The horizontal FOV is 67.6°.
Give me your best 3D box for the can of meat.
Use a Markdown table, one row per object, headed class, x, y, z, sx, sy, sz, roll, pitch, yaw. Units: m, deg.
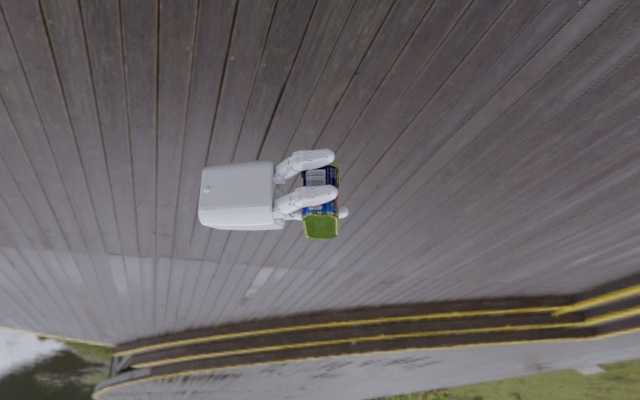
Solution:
| class | x | y | z | sx | sy | sz | roll | pitch | yaw |
| --- | --- | --- | --- | --- | --- | --- | --- | --- | --- |
| can of meat | 0.000 | 0.003 | 0.695 | 0.057 | 0.084 | 0.102 | -1 | -25 | 2 |
